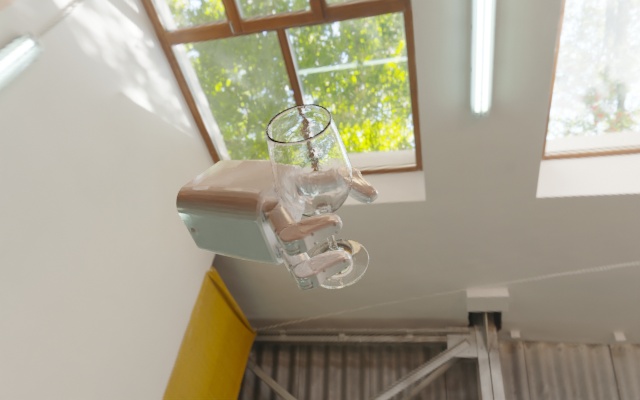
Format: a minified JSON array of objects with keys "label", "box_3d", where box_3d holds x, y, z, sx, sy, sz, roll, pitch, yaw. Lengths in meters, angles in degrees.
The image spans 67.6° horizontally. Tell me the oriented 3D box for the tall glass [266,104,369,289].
[{"label":"tall glass","box_3d":[0.000,0.002,0.498,0.079,0.201,0.079,-8,42,8]}]
